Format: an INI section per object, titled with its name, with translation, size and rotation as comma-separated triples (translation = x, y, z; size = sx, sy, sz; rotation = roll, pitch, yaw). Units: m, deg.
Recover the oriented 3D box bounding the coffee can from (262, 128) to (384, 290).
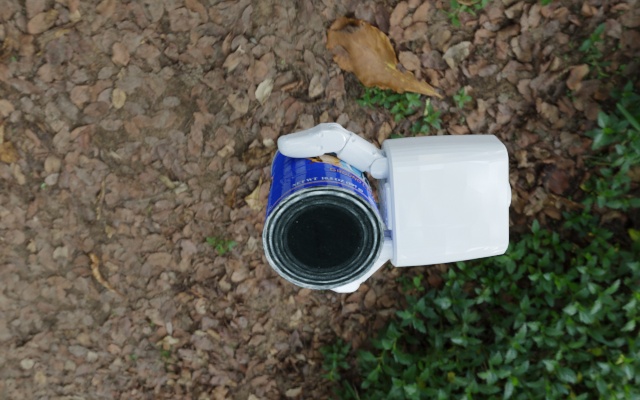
[coffee can]
translation = 0.000, 0.001, 0.459
size = 0.103, 0.103, 0.140
rotation = 0, 28, -2
